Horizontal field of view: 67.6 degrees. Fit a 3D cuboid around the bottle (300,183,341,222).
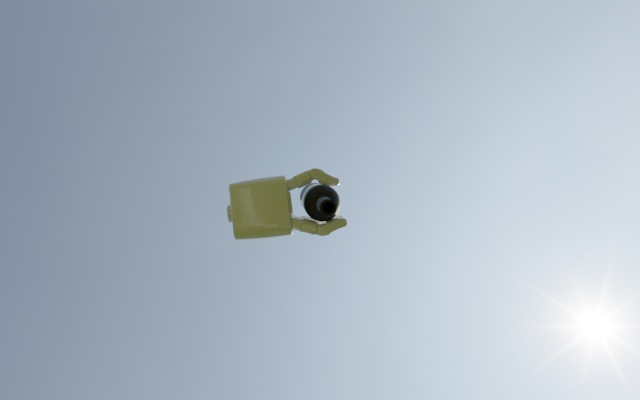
[{"bbox_3d":[0.000,0.003,0.900,0.069,0.069,0.295,0,3,-5],"label":"bottle"}]
